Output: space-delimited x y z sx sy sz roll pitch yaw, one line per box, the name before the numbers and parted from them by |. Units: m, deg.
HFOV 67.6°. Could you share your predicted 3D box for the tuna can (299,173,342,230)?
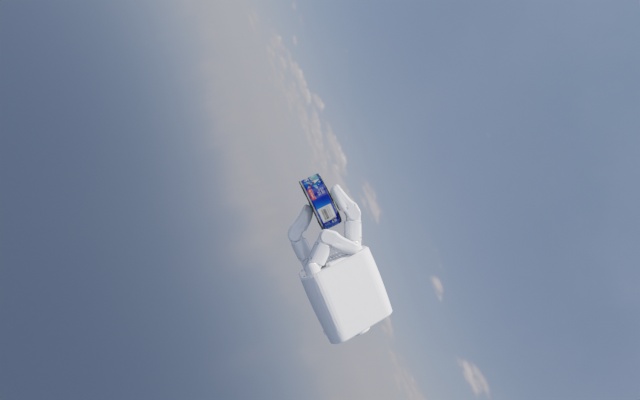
tuna can | 0.001 0.002 0.732 0.034 0.086 0.086 -26 1 -2
